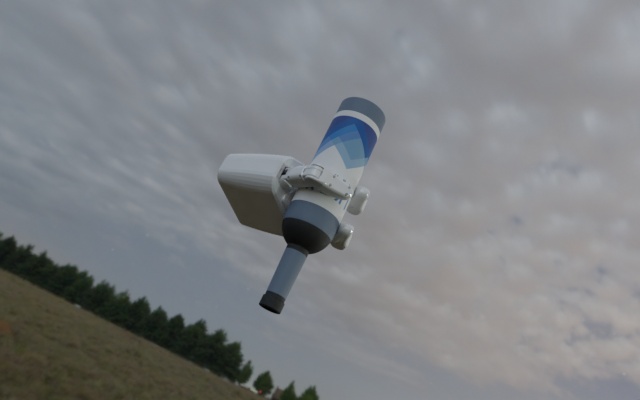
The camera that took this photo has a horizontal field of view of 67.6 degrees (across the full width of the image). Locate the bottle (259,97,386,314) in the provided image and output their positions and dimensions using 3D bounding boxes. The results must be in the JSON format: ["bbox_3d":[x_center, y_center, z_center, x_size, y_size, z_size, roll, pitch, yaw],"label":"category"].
[{"bbox_3d":[0.000,0.002,0.601,0.069,0.295,0.069,21,-23,10],"label":"bottle"}]
